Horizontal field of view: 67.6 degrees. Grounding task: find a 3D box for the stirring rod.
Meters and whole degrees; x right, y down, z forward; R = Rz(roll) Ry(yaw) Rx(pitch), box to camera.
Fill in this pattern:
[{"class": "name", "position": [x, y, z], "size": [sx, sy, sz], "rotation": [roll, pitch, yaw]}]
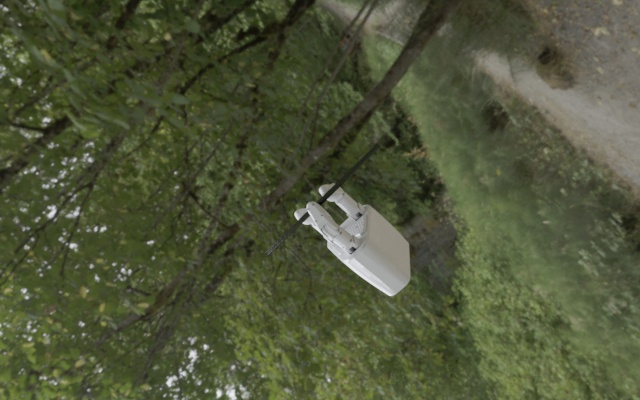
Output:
[{"class": "stirring rod", "position": [0.000, 0.002, 0.715], "size": [0.239, 0.011, 0.011], "rotation": [-44, -14, 14]}]
